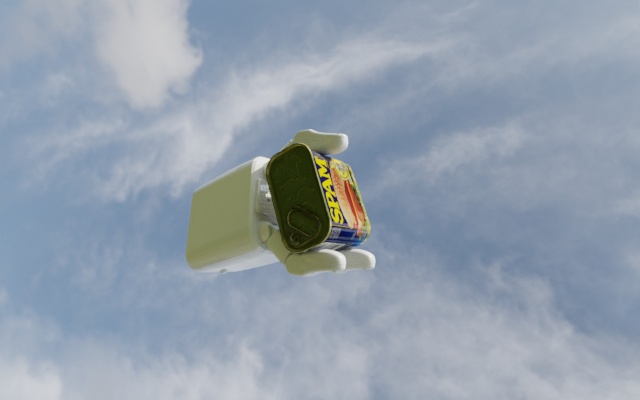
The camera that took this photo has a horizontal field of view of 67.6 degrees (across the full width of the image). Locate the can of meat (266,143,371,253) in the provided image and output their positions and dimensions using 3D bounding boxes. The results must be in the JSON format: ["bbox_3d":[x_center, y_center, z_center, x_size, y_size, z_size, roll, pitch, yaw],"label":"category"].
[{"bbox_3d":[0.000,0.001,0.482,0.057,0.102,0.084,-26,-20,29],"label":"can of meat"}]
